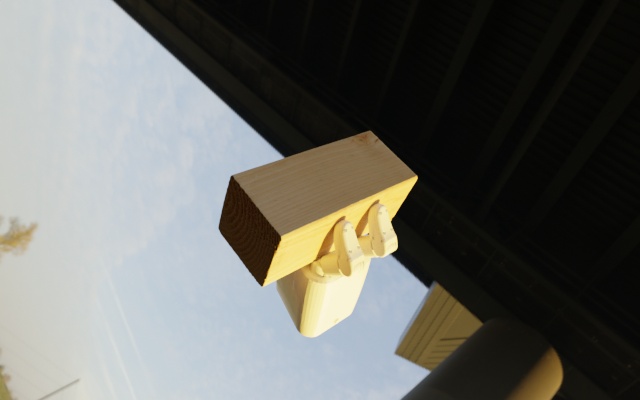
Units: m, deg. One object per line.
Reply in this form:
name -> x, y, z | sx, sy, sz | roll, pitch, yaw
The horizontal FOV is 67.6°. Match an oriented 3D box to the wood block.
wood block -> 0.000, 0.002, 0.546 | 0.206, 0.090, 0.090 | -23, -30, -38
